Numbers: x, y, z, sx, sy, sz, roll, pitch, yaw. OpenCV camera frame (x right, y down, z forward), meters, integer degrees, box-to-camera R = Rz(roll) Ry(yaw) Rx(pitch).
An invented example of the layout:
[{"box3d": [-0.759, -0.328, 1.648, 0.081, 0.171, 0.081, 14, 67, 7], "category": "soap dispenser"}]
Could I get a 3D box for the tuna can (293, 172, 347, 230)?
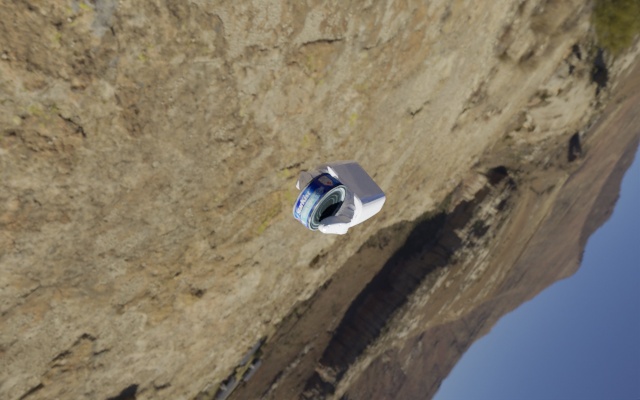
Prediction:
[{"box3d": [0.000, 0.003, 0.719, 0.033, 0.086, 0.086, 38, 17, 23], "category": "tuna can"}]
